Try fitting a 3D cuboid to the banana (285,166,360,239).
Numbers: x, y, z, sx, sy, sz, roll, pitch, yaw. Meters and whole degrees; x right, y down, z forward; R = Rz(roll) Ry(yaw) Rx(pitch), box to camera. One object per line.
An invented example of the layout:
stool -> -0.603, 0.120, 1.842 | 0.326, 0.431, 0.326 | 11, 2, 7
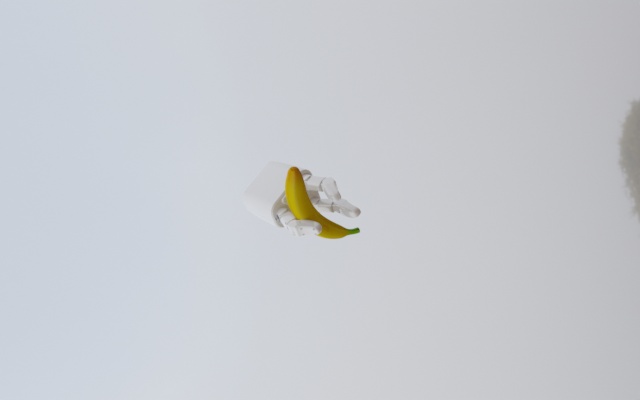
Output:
banana -> -0.012, 0.017, 0.825 | 0.198, 0.069, 0.037 | 43, 10, -38
